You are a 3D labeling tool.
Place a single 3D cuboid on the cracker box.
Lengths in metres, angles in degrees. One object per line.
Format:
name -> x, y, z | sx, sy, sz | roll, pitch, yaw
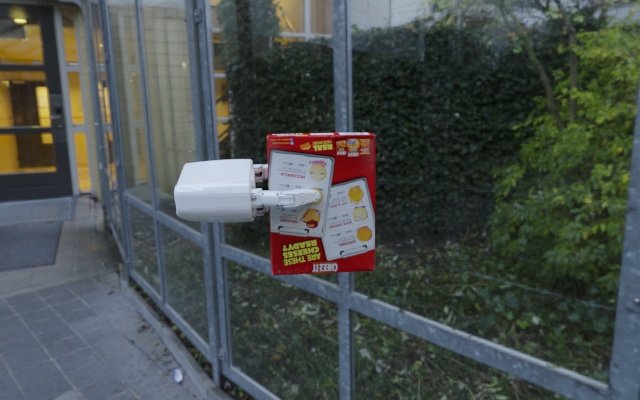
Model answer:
cracker box -> 0.000, 0.002, 0.749 | 0.164, 0.214, 0.072 | -2, 11, -4
